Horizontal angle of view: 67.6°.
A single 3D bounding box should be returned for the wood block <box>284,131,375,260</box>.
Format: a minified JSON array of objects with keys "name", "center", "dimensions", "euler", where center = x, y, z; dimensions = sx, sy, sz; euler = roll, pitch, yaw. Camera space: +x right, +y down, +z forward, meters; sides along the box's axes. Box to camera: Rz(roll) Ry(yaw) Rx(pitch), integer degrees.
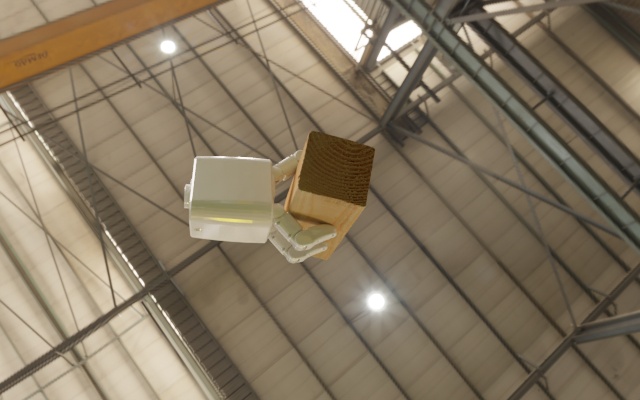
[{"name":"wood block","center":[0.000,0.002,0.681],"dimensions":[0.090,0.090,0.206],"euler":[15,-27,-7]}]
